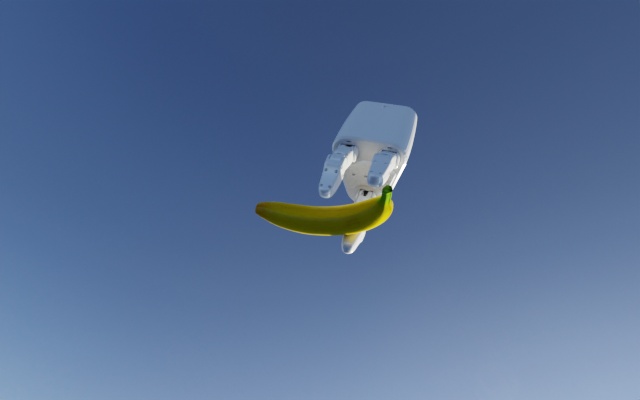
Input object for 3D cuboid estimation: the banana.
[{"bbox_3d":[0.011,0.015,0.592,0.198,0.070,0.037,-9,37,32],"label":"banana"}]
